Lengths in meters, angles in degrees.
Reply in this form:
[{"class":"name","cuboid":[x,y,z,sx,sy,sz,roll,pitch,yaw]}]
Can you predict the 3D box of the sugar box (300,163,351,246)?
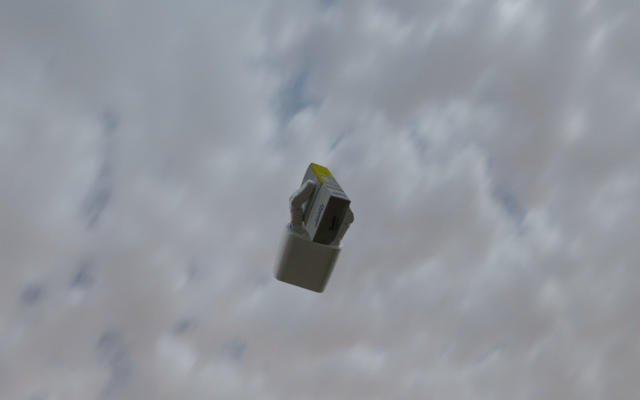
[{"class":"sugar box","cuboid":[0.001,0.003,0.882,0.048,0.093,0.176,15,19,-21]}]
